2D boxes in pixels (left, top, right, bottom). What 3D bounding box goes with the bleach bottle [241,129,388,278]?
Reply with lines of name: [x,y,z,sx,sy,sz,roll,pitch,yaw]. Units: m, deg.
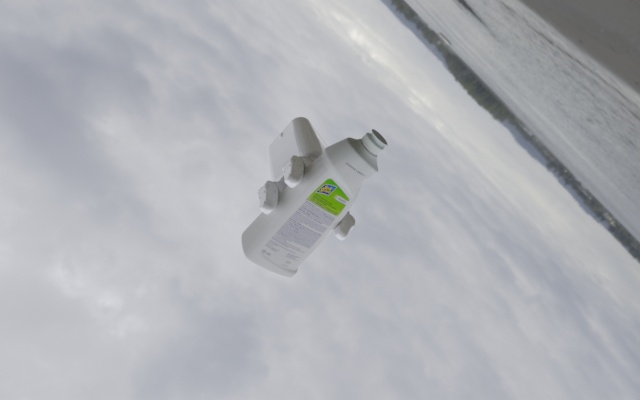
bleach bottle: [0.000,0.002,0.667,0.102,0.068,0.251,28,-61,-35]
